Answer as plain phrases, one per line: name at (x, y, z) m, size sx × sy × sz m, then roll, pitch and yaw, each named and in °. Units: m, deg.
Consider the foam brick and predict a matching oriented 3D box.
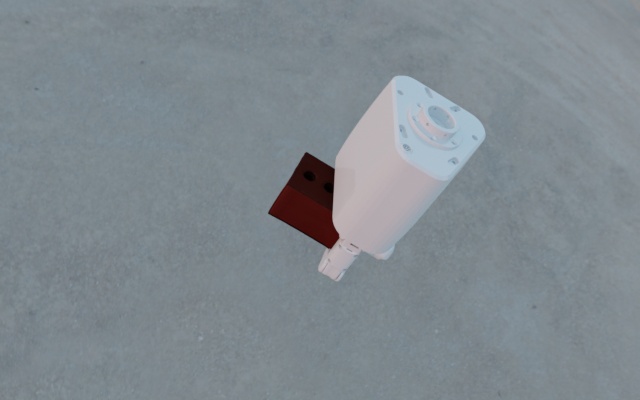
foam brick at (0.000, 0.001, 0.461) m, size 0.078 × 0.053 × 0.051 m, roll 30°, pitch -43°, yaw -4°
